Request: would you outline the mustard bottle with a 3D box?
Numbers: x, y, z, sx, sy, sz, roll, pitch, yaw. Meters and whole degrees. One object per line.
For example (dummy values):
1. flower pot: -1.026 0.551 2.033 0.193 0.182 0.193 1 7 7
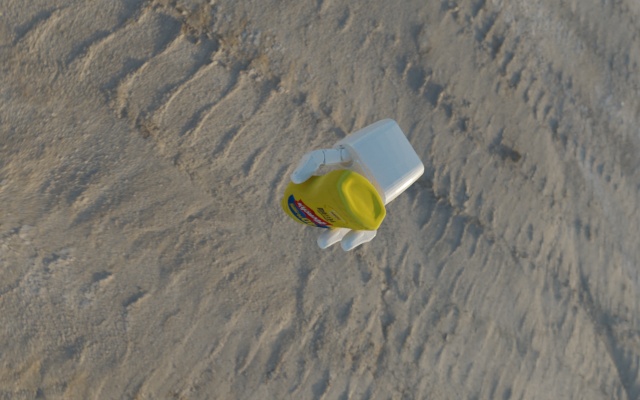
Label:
1. mustard bottle: 0.000 0.003 0.704 0.096 0.058 0.191 44 -26 -27
